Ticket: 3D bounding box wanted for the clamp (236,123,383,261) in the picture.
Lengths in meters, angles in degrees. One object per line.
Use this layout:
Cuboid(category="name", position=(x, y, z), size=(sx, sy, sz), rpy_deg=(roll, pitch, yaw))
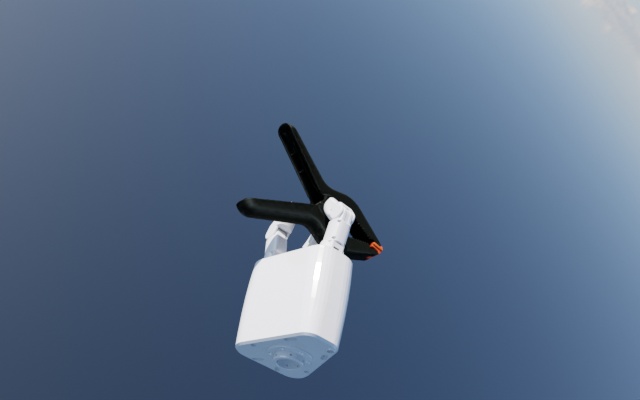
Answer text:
Cuboid(category="clamp", position=(0.001, 0.002, 0.619), size=(0.210, 0.164, 0.036), rpy_deg=(35, -44, -24))
